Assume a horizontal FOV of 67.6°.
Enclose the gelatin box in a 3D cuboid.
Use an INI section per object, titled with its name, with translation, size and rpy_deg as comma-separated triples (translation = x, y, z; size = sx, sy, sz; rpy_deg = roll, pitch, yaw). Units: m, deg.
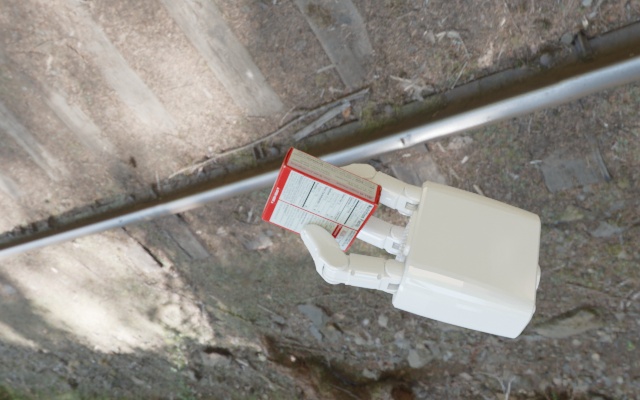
[gelatin box]
translation = 0.000, 0.002, 0.429
size = 0.089, 0.030, 0.073
rpy_deg = 22, -46, -6
